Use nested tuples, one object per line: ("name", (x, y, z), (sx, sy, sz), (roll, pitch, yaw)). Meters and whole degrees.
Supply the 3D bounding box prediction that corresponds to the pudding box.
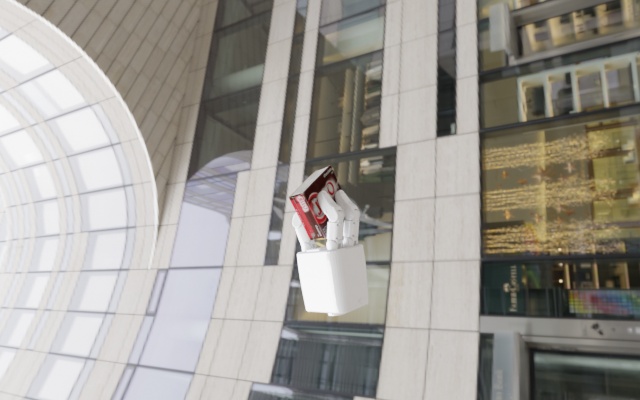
("pudding box", (0.000, 0.003, 0.844), (0.039, 0.090, 0.113), (-13, 22, 32))
